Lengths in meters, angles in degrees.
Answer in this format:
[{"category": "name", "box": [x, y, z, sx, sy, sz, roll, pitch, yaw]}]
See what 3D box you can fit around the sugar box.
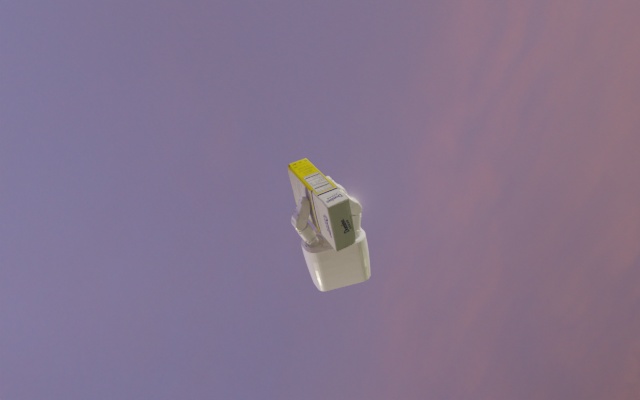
[{"category": "sugar box", "box": [0.001, 0.003, 0.832, 0.048, 0.093, 0.176, -24, 35, -17]}]
